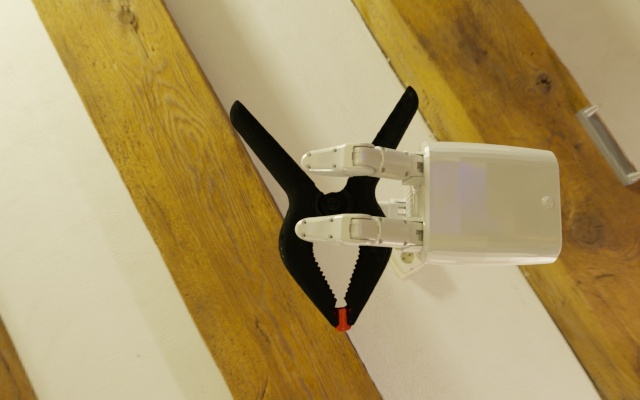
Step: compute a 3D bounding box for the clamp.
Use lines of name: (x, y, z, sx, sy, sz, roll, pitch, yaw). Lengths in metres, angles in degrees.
clamp: (0.000, 0.002, 0.405, 0.164, 0.210, 0.036, 2, -10, 2)
